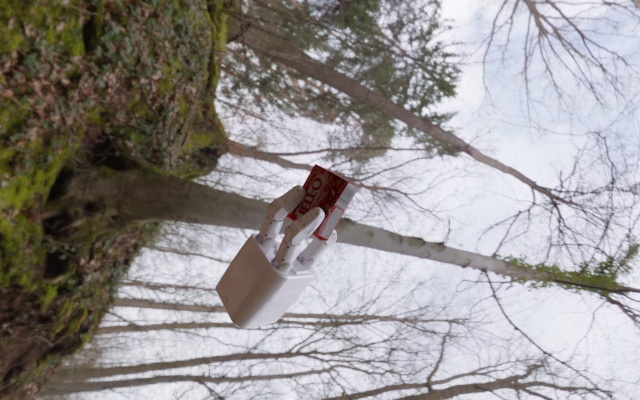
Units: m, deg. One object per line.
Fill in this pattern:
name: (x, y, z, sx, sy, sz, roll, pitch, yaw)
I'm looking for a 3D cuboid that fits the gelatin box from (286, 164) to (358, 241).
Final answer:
gelatin box: (0.001, 0.002, 0.673, 0.073, 0.089, 0.030, 32, 1, 43)
